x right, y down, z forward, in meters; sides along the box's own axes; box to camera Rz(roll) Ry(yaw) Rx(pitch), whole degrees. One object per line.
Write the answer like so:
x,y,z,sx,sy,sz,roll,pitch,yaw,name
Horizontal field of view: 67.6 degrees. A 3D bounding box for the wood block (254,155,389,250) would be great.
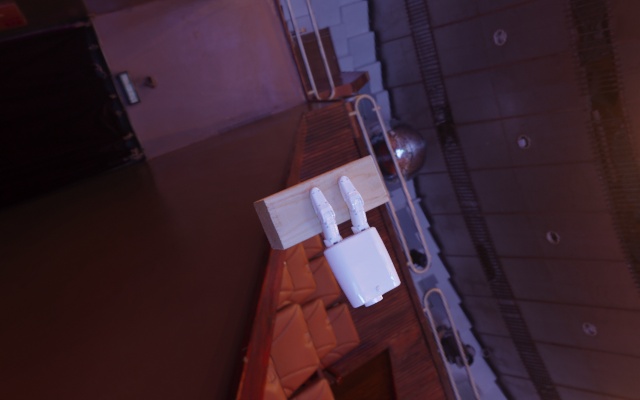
0.000,0.003,0.836,0.206,0.090,0.091,-23,3,-19,wood block
